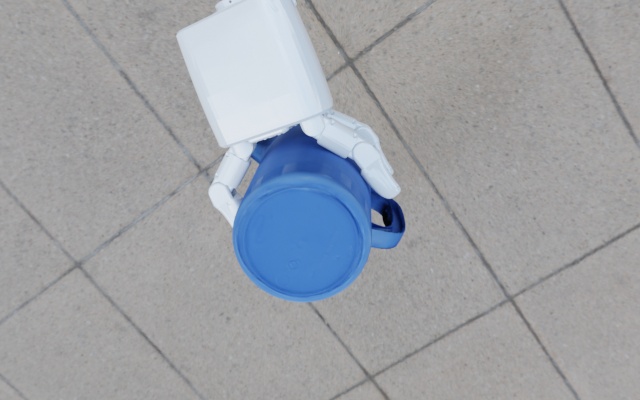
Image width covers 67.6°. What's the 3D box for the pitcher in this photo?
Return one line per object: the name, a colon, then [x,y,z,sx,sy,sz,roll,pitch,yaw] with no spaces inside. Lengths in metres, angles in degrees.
pitcher: [0.000,0.001,0.473,0.149,0.145,0.242,-19,15,8]
